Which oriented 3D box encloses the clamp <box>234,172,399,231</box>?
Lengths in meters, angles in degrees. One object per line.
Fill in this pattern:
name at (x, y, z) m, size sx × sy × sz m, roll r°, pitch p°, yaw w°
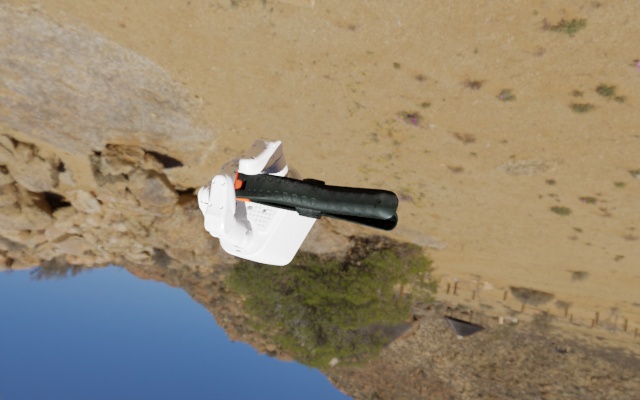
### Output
clamp at (0.000, 0.002, 0.474) m, size 0.171 × 0.039 × 0.120 m, roll 11°, pitch -13°, yaw 20°
